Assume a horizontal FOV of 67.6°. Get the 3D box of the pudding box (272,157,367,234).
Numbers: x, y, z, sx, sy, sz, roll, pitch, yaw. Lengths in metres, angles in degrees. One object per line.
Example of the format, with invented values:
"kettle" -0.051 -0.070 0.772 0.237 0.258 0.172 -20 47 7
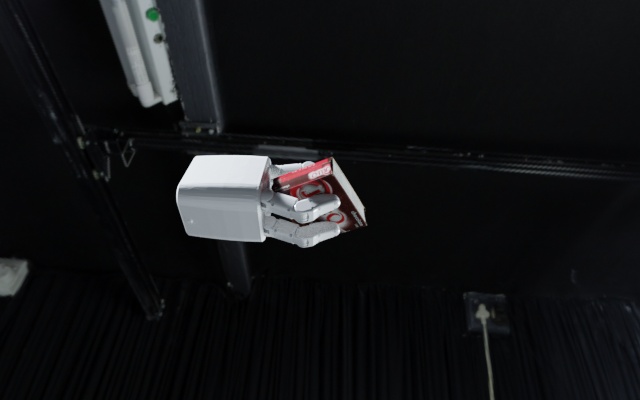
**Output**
"pudding box" 0.000 0.002 0.644 0.090 0.039 0.114 -18 -44 21
